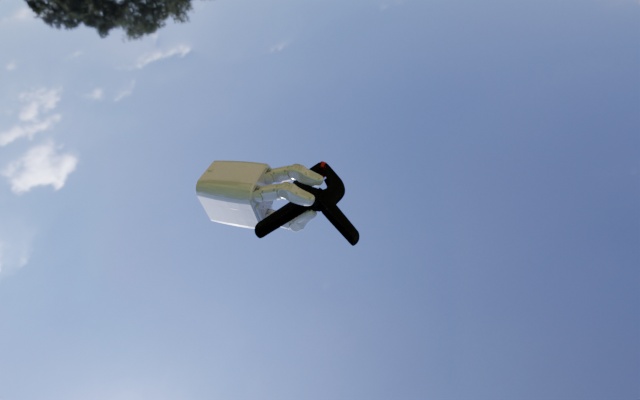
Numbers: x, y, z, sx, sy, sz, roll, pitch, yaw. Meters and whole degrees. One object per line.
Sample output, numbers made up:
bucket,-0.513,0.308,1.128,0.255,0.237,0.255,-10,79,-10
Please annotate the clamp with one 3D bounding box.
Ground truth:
clamp,0.000,0.003,0.807,0.164,0.036,0.209,9,38,13
